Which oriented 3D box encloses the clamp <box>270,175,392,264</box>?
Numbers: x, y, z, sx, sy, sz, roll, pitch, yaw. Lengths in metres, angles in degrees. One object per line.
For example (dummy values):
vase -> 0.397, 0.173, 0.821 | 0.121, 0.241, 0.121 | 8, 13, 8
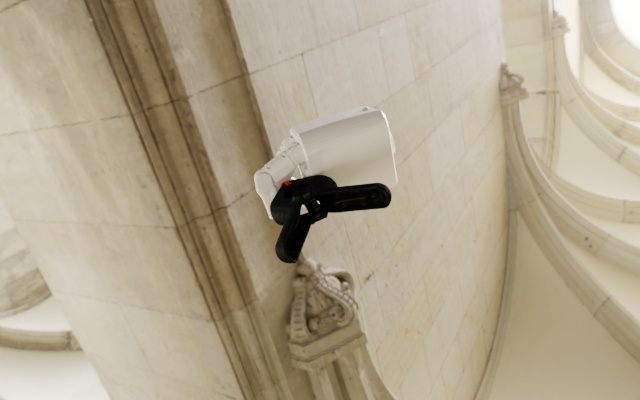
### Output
clamp -> 0.000, 0.002, 0.500 | 0.120, 0.039, 0.171 | -22, 22, -5
